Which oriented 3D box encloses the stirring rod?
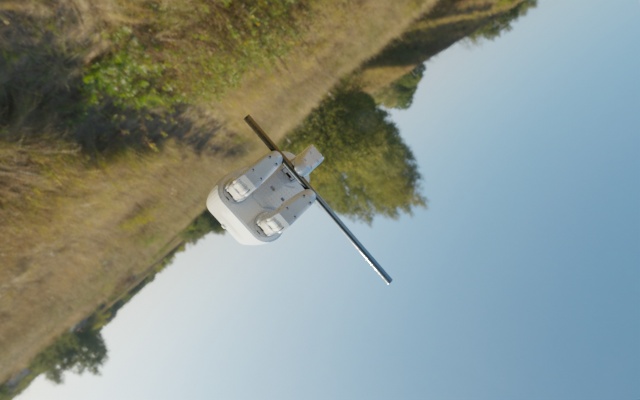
[{"bbox_3d":[0.000,0.002,0.520,0.011,0.239,0.011,-40,9,7],"label":"stirring rod"}]
